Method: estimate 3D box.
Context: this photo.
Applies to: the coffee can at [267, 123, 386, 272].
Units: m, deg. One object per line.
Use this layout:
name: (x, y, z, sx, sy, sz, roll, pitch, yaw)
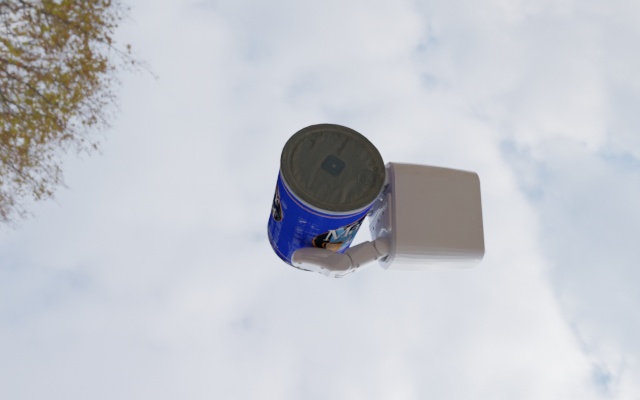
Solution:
coffee can: (0.000, 0.002, 0.510, 0.103, 0.102, 0.140, 0, -31, -13)
